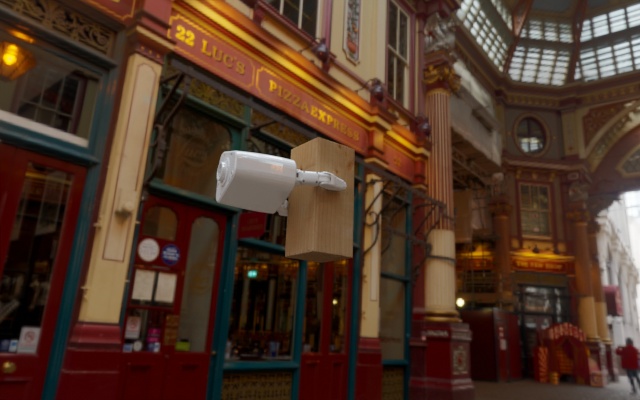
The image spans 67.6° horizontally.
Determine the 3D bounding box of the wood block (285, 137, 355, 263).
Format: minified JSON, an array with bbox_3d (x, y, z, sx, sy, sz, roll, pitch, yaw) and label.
[{"bbox_3d":[0.000,0.003,0.875,0.090,0.206,0.091,14,-19,-36],"label":"wood block"}]
